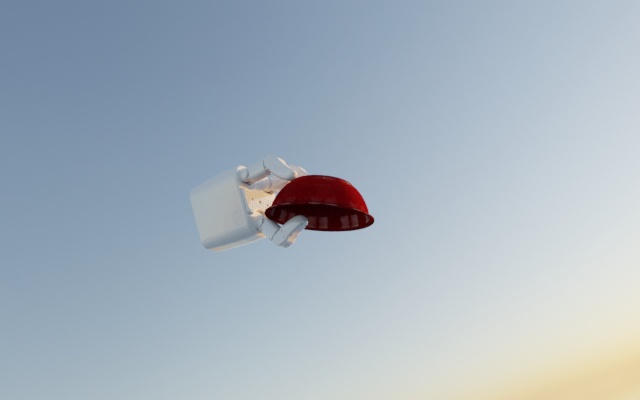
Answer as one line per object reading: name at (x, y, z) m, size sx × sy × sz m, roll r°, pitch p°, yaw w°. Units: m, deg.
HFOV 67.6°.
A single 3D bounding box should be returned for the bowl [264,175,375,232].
bowl at (0.001, 0.002, 0.707) m, size 0.162 × 0.055 × 0.162 m, roll 4°, pitch -16°, yaw 1°
